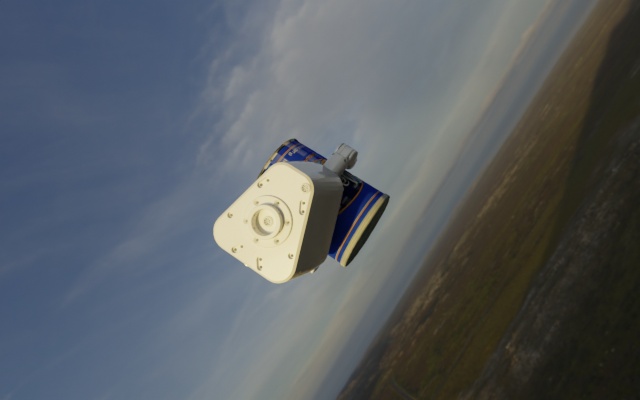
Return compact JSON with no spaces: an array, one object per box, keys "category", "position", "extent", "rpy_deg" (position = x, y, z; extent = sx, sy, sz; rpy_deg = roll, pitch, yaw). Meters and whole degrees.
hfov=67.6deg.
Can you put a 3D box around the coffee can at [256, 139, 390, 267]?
[{"category":"coffee can","position":[0.000,0.002,0.595],"extent":[0.140,0.103,0.103],"rpy_deg":[32,7,12]}]
